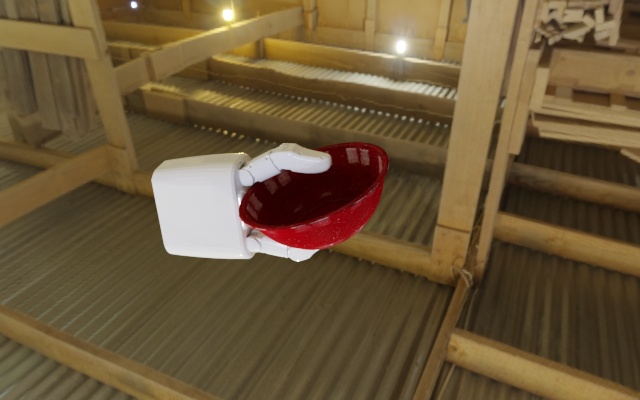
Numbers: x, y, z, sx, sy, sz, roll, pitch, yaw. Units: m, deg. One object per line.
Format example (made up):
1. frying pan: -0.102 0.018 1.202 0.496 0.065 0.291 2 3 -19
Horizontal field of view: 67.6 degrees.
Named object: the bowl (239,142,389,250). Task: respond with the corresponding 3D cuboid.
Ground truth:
1. bowl: 0.001 0.002 0.494 0.162 0.055 0.162 -18 27 10
